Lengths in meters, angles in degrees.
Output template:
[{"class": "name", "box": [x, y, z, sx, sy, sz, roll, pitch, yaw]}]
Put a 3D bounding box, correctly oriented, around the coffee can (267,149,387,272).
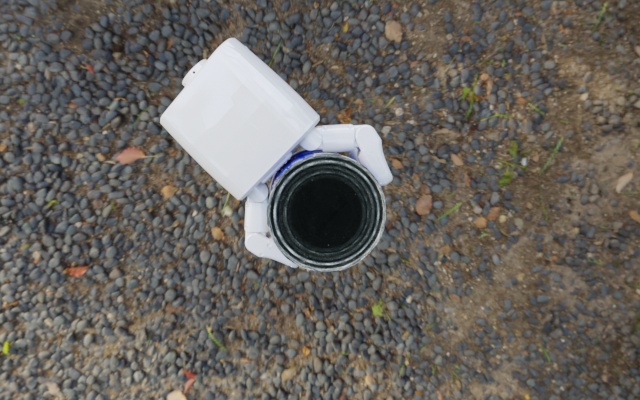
[{"class": "coffee can", "box": [0.000, 0.002, 0.471, 0.103, 0.103, 0.140, 0, 8, -5]}]
